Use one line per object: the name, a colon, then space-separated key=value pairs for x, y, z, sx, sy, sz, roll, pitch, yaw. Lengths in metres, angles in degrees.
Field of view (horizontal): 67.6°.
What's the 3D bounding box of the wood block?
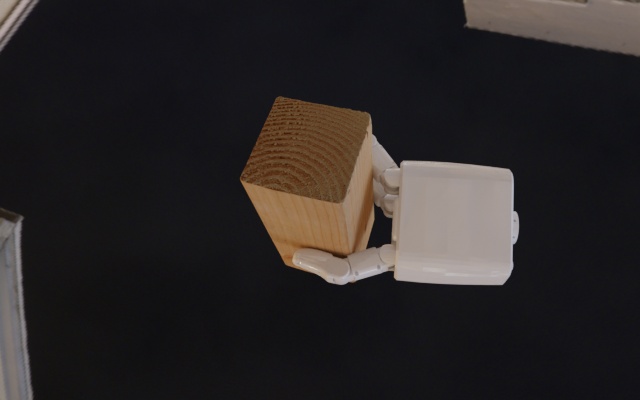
wood block: x=0.000 y=0.002 z=0.483 sx=0.090 sy=0.090 sz=0.206 roll=13 pitch=-25 yaw=14
